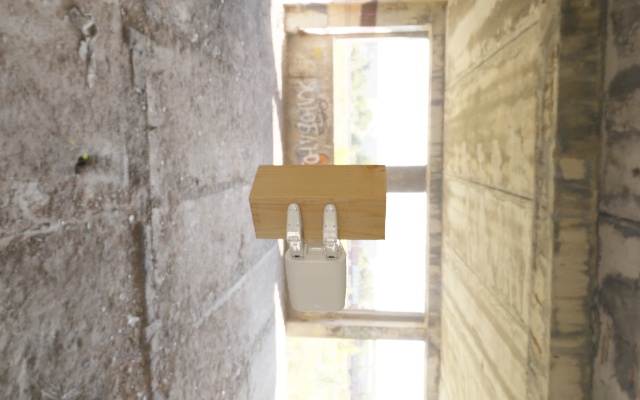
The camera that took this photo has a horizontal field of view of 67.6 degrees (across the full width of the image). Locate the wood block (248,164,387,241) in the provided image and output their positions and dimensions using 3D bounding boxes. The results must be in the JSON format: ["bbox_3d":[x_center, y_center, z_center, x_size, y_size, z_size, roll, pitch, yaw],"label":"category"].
[{"bbox_3d":[0.000,0.003,0.762,0.206,0.090,0.090,0,38,6],"label":"wood block"}]
